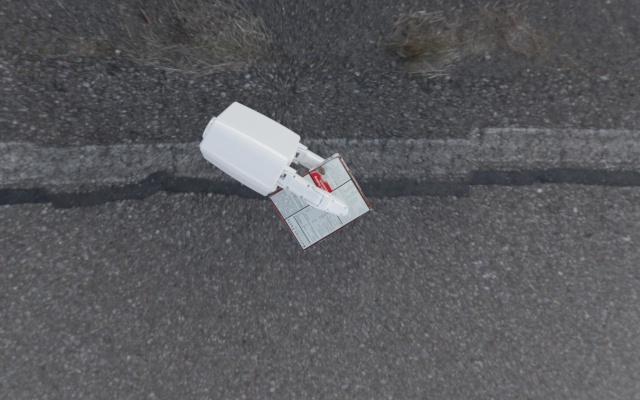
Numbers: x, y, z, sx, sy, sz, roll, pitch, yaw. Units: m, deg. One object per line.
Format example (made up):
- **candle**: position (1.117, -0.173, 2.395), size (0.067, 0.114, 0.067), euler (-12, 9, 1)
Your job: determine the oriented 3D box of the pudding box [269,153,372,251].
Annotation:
- **pudding box**: position (0.000, 0.002, 0.651), size (0.113, 0.090, 0.039), euler (-31, 7, 6)
